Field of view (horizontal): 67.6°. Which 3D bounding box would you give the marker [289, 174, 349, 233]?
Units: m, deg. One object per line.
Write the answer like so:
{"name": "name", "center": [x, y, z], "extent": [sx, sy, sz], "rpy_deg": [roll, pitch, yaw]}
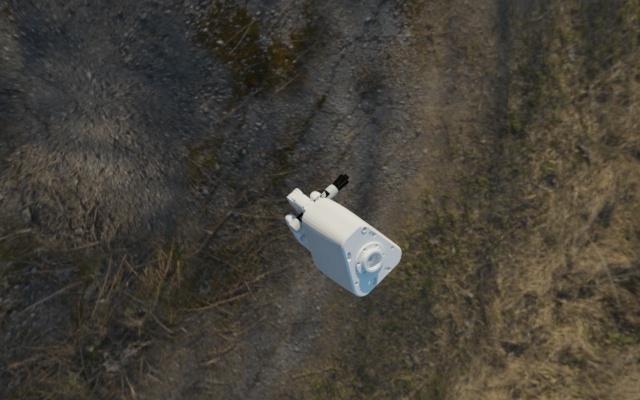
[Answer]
{"name": "marker", "center": [0.000, 0.002, 0.744], "extent": [0.121, 0.020, 0.020], "rpy_deg": [-44, 10, -11]}
